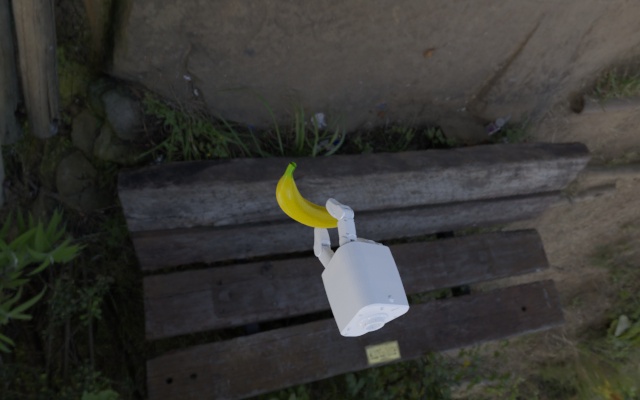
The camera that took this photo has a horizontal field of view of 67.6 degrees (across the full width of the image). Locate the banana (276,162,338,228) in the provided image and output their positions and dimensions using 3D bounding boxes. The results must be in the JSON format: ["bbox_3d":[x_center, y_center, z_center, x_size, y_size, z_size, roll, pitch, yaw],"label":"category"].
[{"bbox_3d":[-0.017,0.010,0.786,0.069,0.037,0.198,-30,-37,15],"label":"banana"}]
